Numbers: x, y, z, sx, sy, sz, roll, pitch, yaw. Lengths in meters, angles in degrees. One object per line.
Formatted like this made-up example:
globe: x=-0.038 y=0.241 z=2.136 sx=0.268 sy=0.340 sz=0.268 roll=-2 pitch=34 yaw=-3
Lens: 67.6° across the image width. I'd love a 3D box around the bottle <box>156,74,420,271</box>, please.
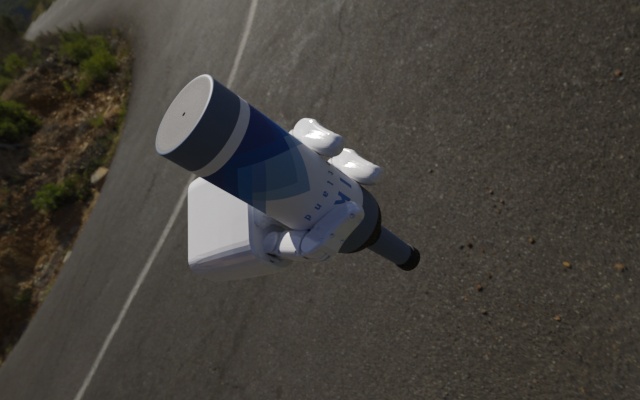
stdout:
bottle: x=0.000 y=0.001 z=0.427 sx=0.069 sy=0.069 sz=0.296 roll=0 pitch=-25 yaw=47
